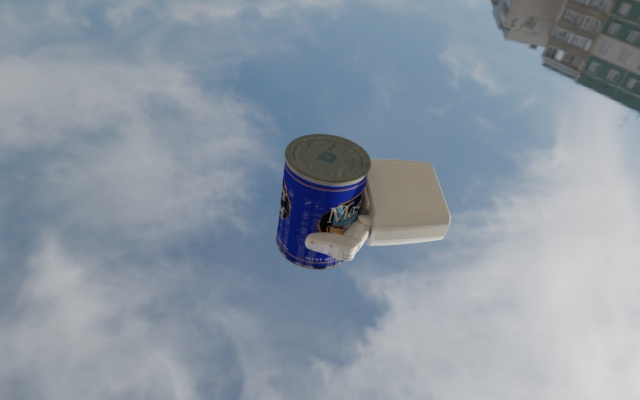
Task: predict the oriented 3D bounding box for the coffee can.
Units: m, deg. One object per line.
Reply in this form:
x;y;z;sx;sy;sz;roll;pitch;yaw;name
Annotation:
0.000;0.002;0.604;0.103;0.140;0.102;6;38;-5;coffee can
